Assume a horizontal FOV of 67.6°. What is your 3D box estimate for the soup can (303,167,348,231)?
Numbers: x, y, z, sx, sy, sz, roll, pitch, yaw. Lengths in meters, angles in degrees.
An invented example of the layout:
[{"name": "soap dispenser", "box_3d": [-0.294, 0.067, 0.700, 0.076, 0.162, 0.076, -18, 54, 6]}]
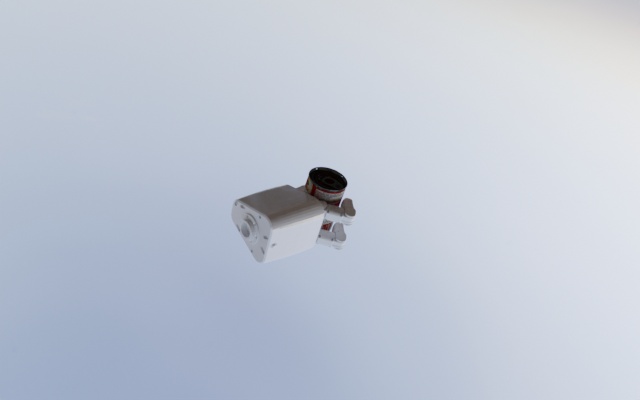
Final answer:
[{"name": "soup can", "box_3d": [0.000, 0.003, 0.824, 0.068, 0.102, 0.068, 12, 35, -9]}]
